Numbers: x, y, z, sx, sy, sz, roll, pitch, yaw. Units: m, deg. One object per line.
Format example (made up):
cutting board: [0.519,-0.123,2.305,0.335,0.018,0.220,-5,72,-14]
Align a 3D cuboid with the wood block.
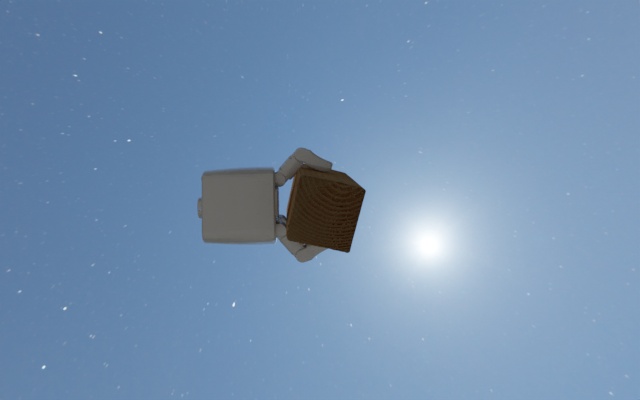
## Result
wood block: [0.000,0.002,0.722,0.090,0.091,0.206,12,8,-6]
